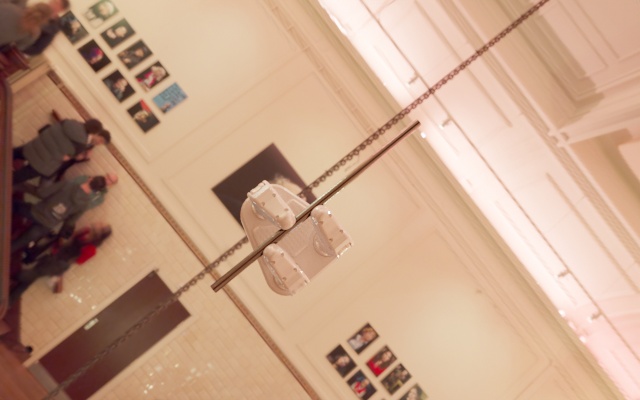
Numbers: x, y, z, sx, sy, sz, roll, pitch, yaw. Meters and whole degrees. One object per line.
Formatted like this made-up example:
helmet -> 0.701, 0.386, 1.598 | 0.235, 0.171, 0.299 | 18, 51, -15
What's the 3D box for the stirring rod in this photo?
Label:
stirring rod -> 0.000, 0.001, 0.429 | 0.239, 0.011, 0.011 | -39, 8, -10
